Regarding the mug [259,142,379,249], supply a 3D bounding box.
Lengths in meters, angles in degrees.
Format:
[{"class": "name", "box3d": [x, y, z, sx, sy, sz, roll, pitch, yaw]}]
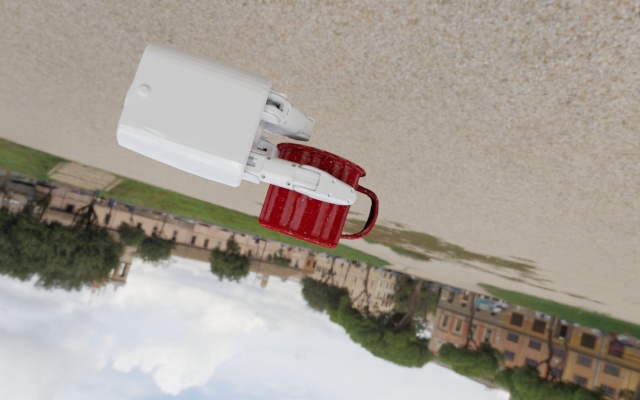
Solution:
[{"class": "mug", "box3d": [0.001, 0.002, 0.471, 0.117, 0.081, 0.093, 19, -6, -8]}]
